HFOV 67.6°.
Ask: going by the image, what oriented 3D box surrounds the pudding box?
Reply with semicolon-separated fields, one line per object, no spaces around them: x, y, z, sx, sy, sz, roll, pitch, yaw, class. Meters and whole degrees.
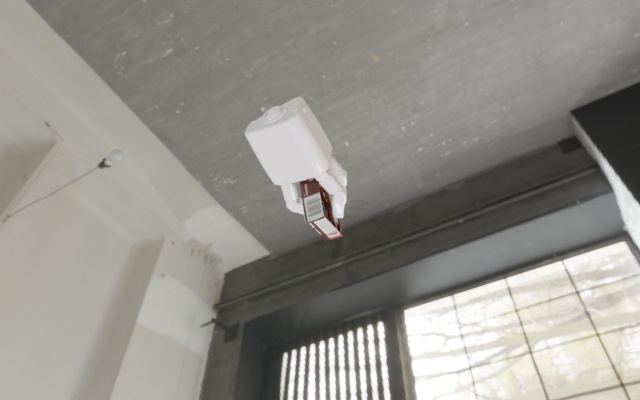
0.000;0.003;0.837;0.039;0.113;0.090;-18;-31;17;pudding box
